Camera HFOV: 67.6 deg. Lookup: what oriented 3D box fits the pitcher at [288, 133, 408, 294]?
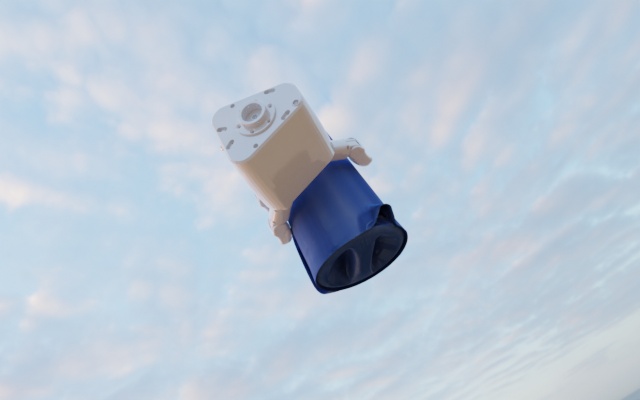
[{"bbox_3d":[0.000,0.002,0.674,0.149,0.242,0.145,-33,-34,3],"label":"pitcher"}]
